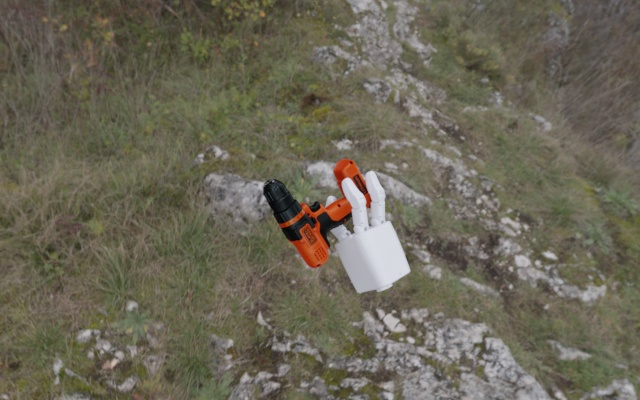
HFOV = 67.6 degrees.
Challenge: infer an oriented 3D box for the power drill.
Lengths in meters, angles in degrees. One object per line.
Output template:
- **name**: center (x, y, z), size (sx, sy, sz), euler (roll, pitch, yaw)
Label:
- **power drill**: center (0.001, 0.003, 0.886), size (0.187, 0.184, 0.057), euler (-39, 21, -26)
